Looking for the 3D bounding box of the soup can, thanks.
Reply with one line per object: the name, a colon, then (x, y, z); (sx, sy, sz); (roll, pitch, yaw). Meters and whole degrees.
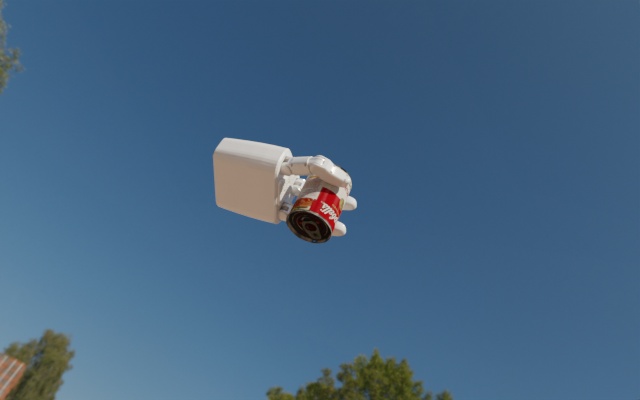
soup can: (0.001, 0.002, 0.694); (0.068, 0.102, 0.069); (15, -40, 13)
